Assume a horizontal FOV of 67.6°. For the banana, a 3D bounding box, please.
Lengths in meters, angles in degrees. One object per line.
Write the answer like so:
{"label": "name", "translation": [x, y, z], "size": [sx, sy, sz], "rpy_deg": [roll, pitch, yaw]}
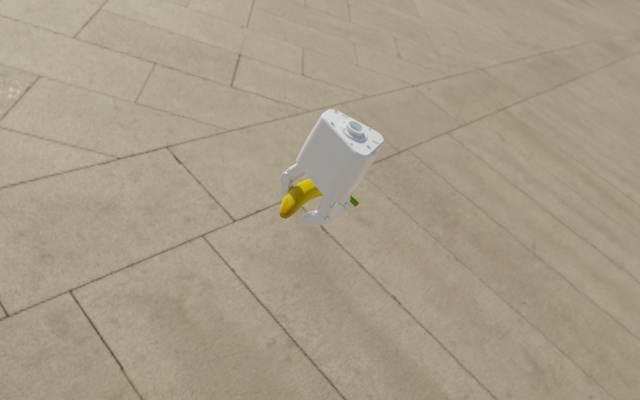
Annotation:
{"label": "banana", "translation": [-0.006, -0.012, 0.896], "size": [0.198, 0.069, 0.037], "rpy_deg": [-10, -31, -41]}
